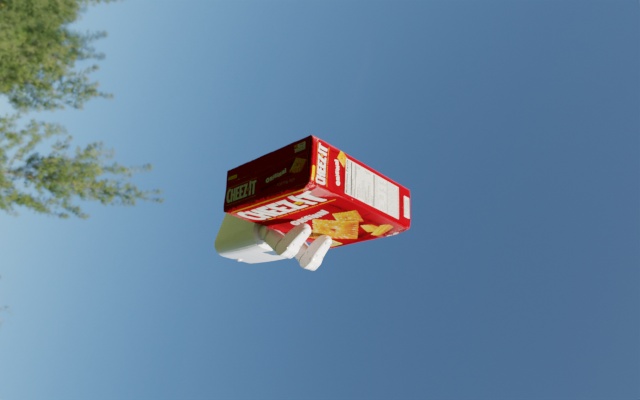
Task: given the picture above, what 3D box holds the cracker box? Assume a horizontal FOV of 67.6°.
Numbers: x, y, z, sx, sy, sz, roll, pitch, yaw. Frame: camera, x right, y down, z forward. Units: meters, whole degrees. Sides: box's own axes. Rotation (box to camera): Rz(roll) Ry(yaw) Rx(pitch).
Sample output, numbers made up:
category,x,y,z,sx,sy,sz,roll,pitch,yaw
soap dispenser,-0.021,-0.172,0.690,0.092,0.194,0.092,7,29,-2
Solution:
category,x,y,z,sx,sy,sz,roll,pitch,yaw
cracker box,0.000,0.002,0.668,0.164,0.072,0.214,-18,-29,39
